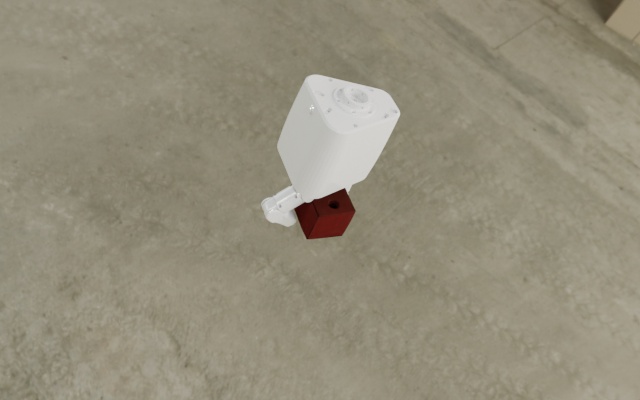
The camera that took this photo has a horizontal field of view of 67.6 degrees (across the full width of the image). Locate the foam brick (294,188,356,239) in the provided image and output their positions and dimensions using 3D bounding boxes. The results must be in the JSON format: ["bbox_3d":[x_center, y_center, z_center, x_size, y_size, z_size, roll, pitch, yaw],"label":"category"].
[{"bbox_3d":[0.000,0.002,0.600,0.053,0.078,0.051,-6,-34,-28],"label":"foam brick"}]
